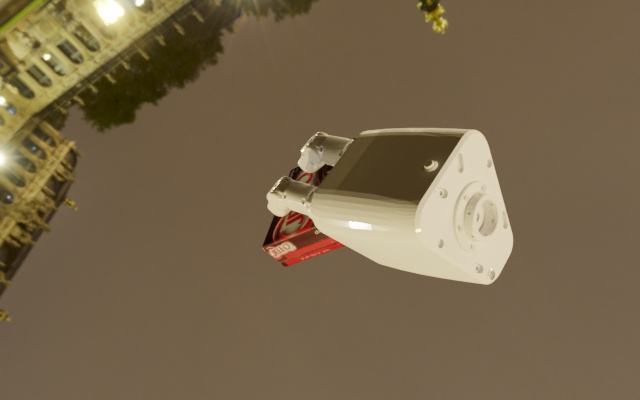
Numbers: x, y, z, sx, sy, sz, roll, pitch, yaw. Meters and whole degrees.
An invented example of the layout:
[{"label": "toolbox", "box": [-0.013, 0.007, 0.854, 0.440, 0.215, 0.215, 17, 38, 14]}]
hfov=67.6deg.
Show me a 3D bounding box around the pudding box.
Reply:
[{"label": "pudding box", "box": [0.000, 0.002, 0.458, 0.090, 0.113, 0.039, -23, -58, 33]}]
